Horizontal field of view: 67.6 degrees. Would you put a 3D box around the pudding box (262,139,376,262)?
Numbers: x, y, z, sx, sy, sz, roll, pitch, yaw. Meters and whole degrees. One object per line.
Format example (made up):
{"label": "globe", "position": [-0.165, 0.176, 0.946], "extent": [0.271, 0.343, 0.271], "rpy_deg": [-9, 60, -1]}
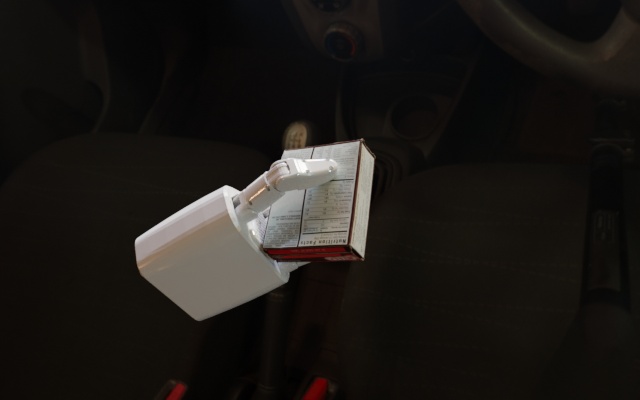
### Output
{"label": "pudding box", "position": [0.000, 0.001, 0.451], "extent": [0.090, 0.113, 0.039], "rpy_deg": [-4, -27, 25]}
